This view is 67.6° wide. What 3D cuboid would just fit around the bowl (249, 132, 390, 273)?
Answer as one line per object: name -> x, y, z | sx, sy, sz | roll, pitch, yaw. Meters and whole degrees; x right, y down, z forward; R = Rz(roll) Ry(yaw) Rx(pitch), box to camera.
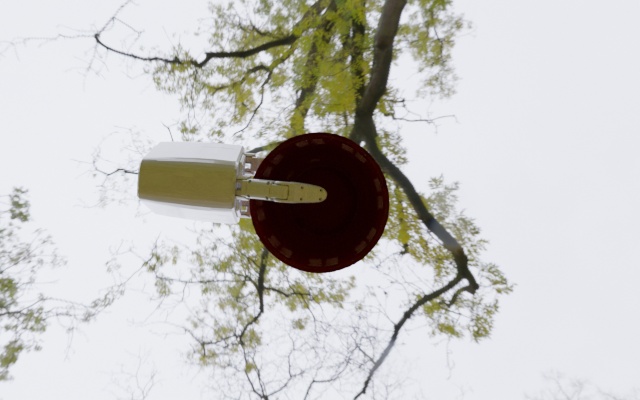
bowl -> 0.001, 0.002, 0.569 | 0.162, 0.162, 0.055 | 0, 3, 6
